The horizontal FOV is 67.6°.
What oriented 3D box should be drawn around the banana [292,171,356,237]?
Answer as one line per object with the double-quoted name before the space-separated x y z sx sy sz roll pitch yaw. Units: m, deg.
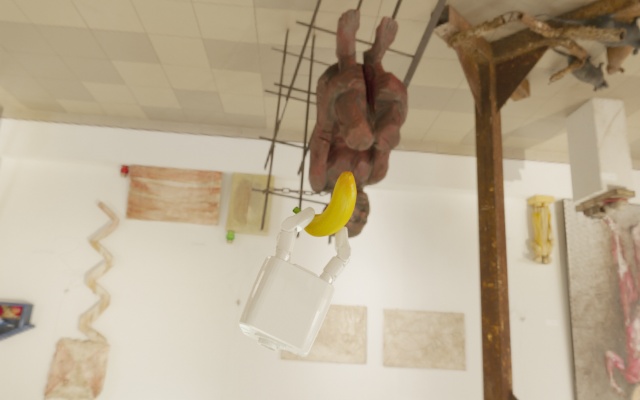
"banana" 0.011 0.018 0.736 0.037 0.069 0.198 -43 5 -32
